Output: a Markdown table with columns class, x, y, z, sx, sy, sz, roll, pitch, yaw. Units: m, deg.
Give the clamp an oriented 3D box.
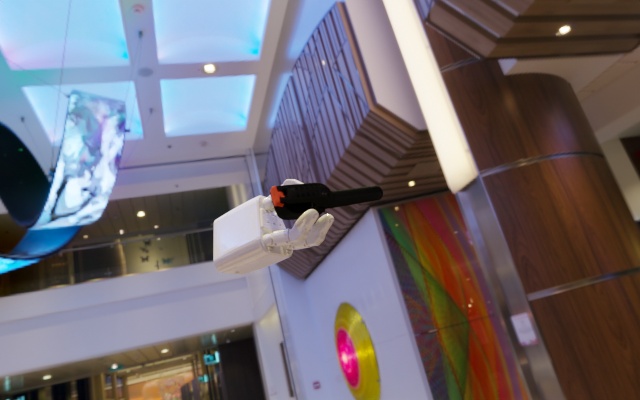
| class | x | y | z | sx | sy | sz | roll | pitch | yaw |
| --- | --- | --- | --- | --- | --- | --- | --- | --- | --- |
| clamp | -0.001 | 0.002 | 0.779 | 0.164 | 0.036 | 0.210 | -27 | -22 | 22 |
